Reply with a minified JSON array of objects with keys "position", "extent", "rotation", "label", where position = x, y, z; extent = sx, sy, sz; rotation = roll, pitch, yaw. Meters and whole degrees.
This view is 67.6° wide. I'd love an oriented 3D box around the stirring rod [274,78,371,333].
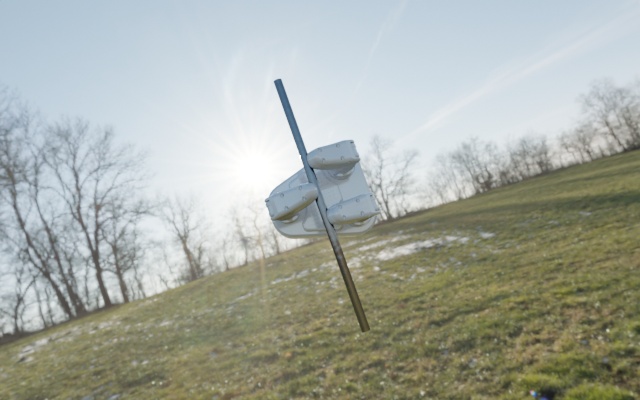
[{"position":[0.000,0.002,0.430],"extent":[0.011,0.239,0.011],"rotation":[-19,-6,-2],"label":"stirring rod"}]
